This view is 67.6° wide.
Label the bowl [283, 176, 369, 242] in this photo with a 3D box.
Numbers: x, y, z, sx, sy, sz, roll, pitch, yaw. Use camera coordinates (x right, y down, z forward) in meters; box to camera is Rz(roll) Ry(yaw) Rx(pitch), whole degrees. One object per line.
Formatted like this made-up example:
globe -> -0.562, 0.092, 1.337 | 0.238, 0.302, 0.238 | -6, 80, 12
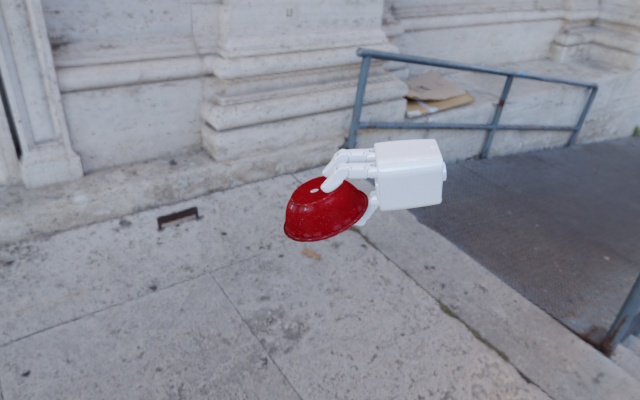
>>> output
bowl -> -0.001, 0.003, 0.841 | 0.162, 0.055, 0.162 | -18, 28, 10
